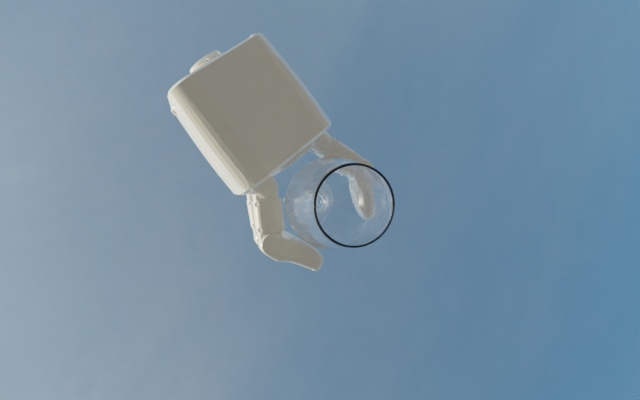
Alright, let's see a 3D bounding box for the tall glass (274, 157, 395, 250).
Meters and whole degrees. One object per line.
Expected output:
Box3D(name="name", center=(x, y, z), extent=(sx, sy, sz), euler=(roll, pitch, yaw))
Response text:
Box3D(name="tall glass", center=(0.000, 0.001, 0.438), extent=(0.079, 0.079, 0.201), euler=(0, 1, -15))
